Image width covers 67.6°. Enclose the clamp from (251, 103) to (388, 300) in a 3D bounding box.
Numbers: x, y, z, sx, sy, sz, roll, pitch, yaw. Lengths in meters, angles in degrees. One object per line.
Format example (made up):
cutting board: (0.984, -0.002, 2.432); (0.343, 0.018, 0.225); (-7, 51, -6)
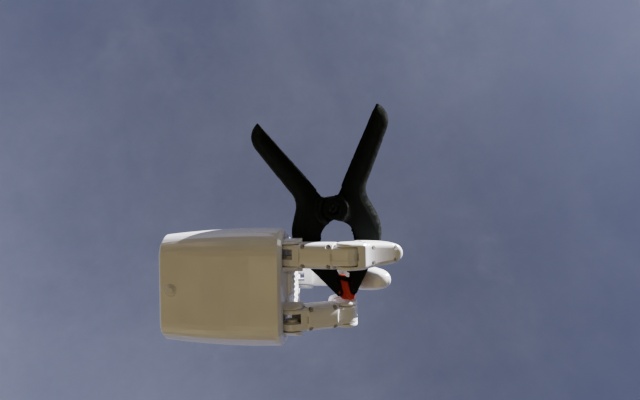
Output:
clamp: (0.000, 0.002, 0.424); (0.120, 0.171, 0.039); (-1, 0, 6)
